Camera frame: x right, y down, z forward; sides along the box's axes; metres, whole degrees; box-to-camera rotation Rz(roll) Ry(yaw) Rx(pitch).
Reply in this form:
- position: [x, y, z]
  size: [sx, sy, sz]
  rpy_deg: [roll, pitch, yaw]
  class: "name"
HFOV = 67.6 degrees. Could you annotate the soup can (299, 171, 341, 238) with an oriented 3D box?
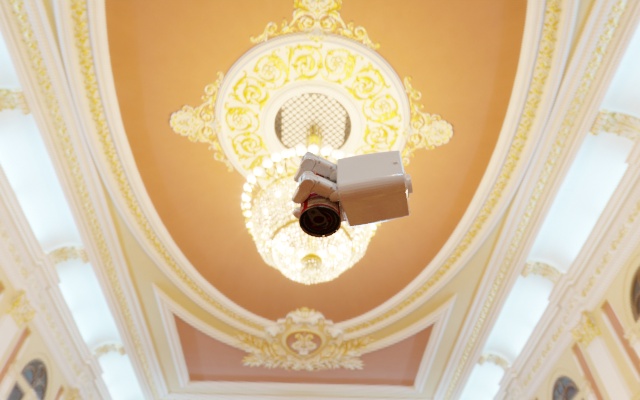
- position: [0.000, 0.003, 0.795]
  size: [0.068, 0.069, 0.102]
  rpy_deg: [0, 40, 1]
  class: "soup can"
